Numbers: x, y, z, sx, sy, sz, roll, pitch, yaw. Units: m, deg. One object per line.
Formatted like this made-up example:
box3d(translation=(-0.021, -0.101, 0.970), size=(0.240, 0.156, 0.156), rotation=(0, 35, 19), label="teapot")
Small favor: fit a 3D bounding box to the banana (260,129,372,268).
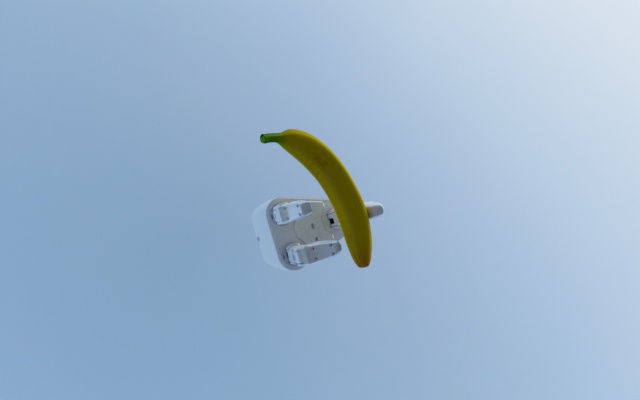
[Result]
box3d(translation=(0.010, -0.013, 0.560), size=(0.069, 0.198, 0.037), rotation=(-44, 13, -24), label="banana")
